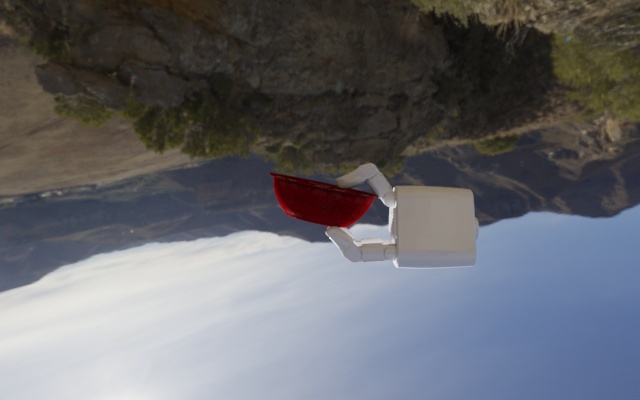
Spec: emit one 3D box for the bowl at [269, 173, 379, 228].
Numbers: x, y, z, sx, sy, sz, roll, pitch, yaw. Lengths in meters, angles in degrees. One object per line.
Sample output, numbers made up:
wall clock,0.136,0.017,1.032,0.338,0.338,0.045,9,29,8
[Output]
bowl,-0.001,0.002,0.687,0.162,0.055,0.162,12,4,-1
